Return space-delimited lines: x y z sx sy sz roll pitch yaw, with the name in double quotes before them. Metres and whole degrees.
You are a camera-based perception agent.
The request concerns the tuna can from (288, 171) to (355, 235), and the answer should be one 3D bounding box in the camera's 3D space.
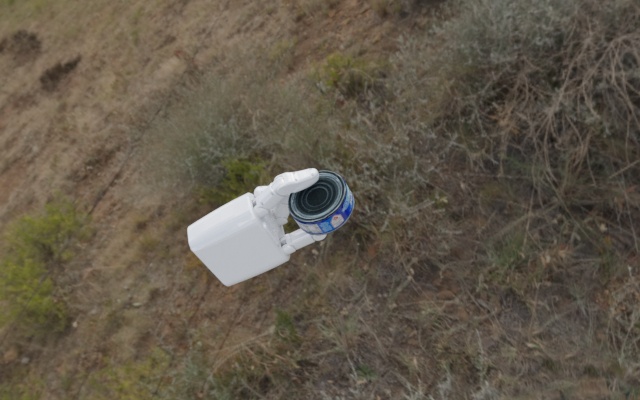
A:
"tuna can" 0.000 0.002 0.642 0.086 0.086 0.034 0 -34 26
